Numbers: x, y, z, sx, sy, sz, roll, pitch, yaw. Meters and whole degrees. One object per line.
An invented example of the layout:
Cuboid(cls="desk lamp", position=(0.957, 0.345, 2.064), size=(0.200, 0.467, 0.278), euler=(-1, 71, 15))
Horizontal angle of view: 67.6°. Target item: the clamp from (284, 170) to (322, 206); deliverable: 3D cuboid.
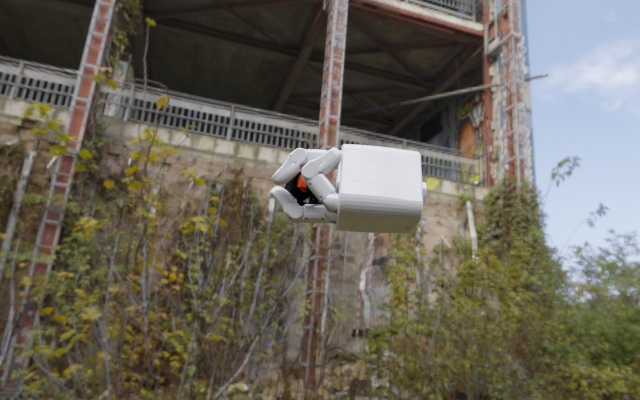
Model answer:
Cuboid(cls="clamp", position=(0.000, 0.002, 0.715), size=(0.120, 0.039, 0.171), euler=(4, -17, 2))
